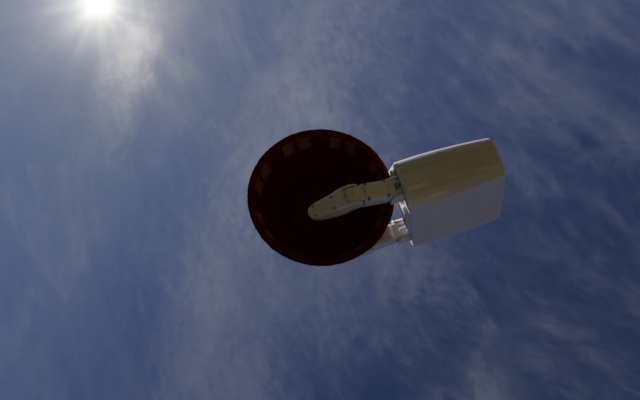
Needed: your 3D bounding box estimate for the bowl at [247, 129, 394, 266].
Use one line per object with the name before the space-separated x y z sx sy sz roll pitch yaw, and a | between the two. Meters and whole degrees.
bowl | -0.001 0.002 0.547 0.162 0.162 0.055 0 -21 -1
